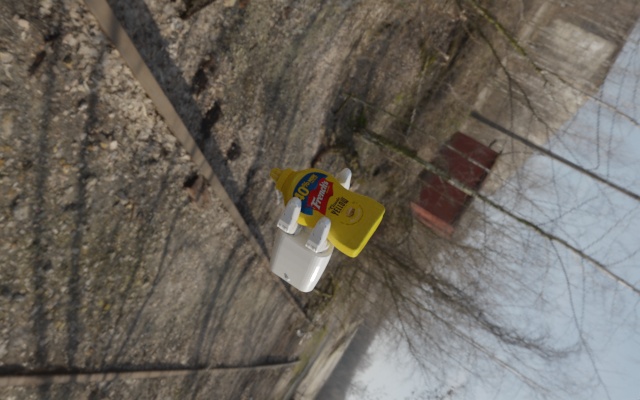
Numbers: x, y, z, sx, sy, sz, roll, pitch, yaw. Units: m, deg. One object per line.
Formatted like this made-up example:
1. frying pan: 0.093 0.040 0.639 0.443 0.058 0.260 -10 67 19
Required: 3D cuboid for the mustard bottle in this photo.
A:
1. mustard bottle: 0.000 0.002 0.766 0.191 0.096 0.058 32 -24 12
